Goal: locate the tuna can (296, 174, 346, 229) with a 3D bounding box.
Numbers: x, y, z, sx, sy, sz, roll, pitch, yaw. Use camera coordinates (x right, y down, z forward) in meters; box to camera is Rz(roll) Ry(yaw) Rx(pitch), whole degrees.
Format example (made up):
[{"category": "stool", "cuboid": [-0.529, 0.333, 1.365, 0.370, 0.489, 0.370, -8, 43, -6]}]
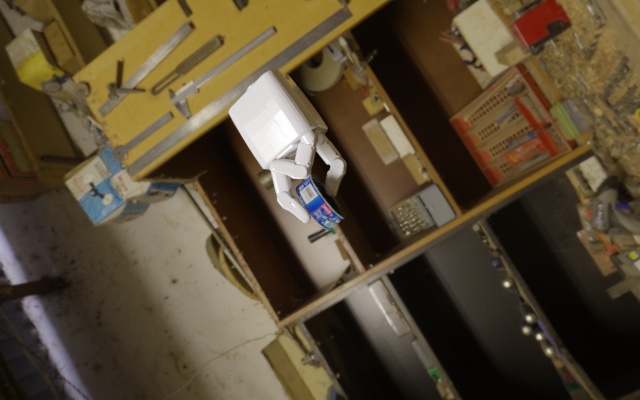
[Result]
[{"category": "tuna can", "cuboid": [0.000, 0.003, 0.740, 0.034, 0.086, 0.086, -38, -8, 11]}]
